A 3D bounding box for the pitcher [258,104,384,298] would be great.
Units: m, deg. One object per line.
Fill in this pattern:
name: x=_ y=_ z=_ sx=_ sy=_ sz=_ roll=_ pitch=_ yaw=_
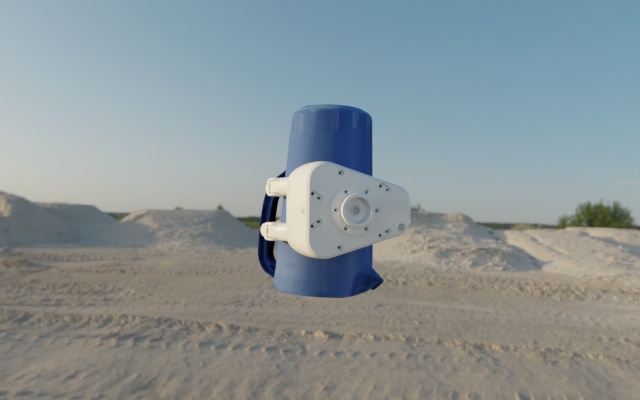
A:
pitcher: x=0.000 y=0.002 z=0.640 sx=0.149 sy=0.243 sz=0.145 roll=3 pitch=-1 yaw=-13
